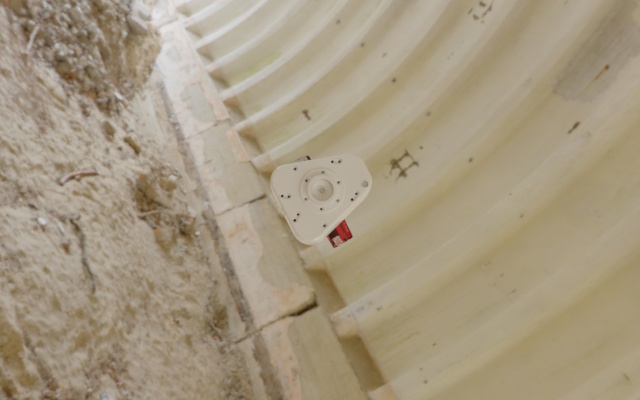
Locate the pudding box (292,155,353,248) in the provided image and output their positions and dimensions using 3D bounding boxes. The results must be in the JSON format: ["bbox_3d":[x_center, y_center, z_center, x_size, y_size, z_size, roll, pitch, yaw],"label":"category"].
[{"bbox_3d":[0.000,0.002,0.691,0.039,0.113,0.090,-27,-31,-1],"label":"pudding box"}]
